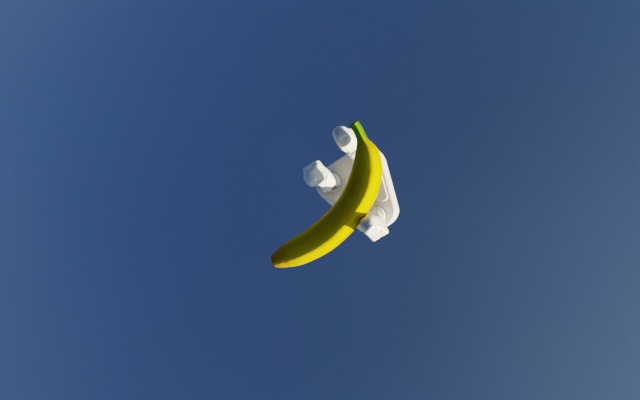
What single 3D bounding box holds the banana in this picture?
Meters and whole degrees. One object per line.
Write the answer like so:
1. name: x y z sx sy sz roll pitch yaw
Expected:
1. banana: 0.017 0.009 0.559 0.069 0.198 0.037 33 9 7
